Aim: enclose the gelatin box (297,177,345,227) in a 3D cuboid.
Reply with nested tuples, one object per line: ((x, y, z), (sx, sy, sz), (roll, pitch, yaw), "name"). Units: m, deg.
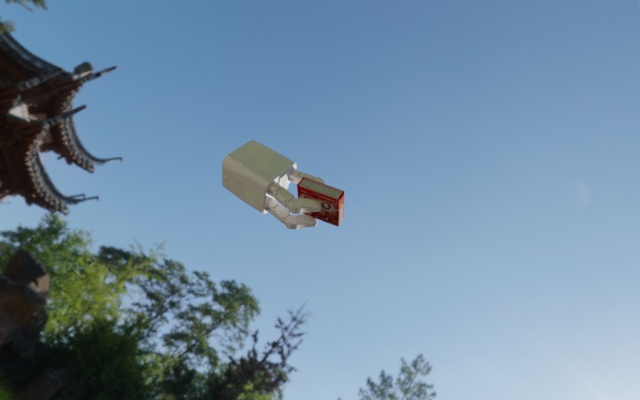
((0.001, 0.003, 0.895), (0.089, 0.073, 0.030), (20, 49, 19), "gelatin box")
